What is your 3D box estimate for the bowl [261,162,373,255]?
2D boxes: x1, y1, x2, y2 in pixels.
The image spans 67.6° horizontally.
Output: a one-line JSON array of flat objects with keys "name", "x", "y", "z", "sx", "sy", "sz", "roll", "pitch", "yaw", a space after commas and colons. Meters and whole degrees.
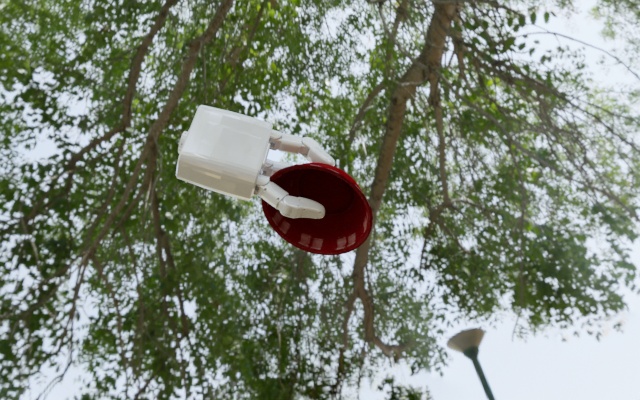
[{"name": "bowl", "x": 0.001, "y": 0.003, "z": 0.682, "sx": 0.162, "sy": 0.162, "sz": 0.055, "roll": 0, "pitch": 37, "yaw": 20}]
